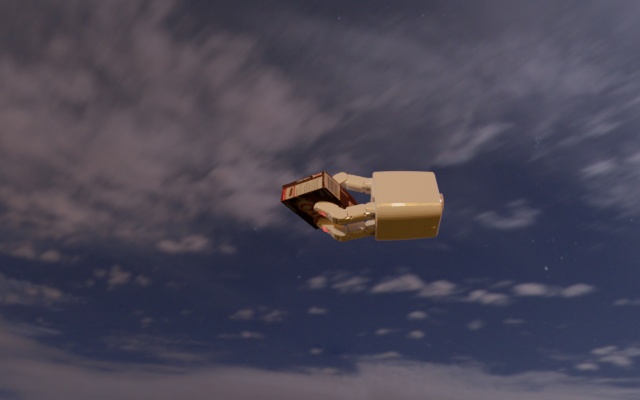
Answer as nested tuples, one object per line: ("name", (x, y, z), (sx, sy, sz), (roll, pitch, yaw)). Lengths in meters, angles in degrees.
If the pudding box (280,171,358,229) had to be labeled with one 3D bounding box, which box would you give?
("pudding box", (0.000, 0.003, 0.821), (0.090, 0.039, 0.113), (-18, -40, 28))
